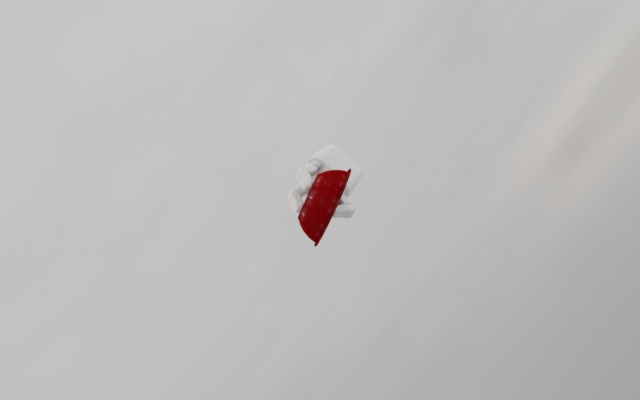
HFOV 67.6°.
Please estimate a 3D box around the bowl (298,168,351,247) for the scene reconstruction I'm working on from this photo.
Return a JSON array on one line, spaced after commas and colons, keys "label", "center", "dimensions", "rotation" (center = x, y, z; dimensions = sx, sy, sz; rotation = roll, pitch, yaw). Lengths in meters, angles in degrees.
[{"label": "bowl", "center": [0.000, 0.003, 0.896], "dimensions": [0.055, 0.162, 0.162], "rotation": [24, -1, -2]}]
